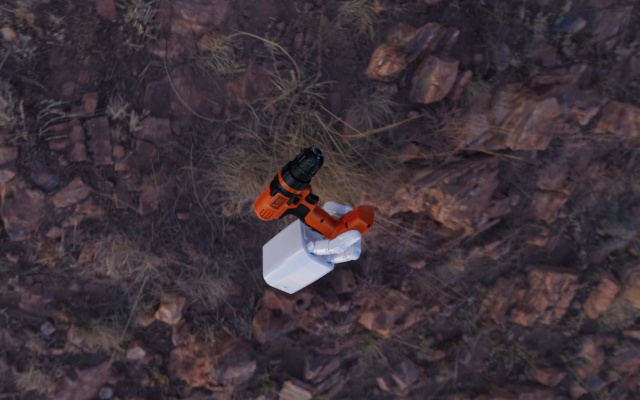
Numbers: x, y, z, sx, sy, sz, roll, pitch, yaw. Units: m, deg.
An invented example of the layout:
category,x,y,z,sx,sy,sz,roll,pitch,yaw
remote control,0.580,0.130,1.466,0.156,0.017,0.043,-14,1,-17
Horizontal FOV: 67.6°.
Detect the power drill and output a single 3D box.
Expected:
category,x,y,z,sx,sy,sz,roll,pitch,yaw
power drill,0.000,0.003,0.836,0.188,0.057,0.184,31,-47,-19
